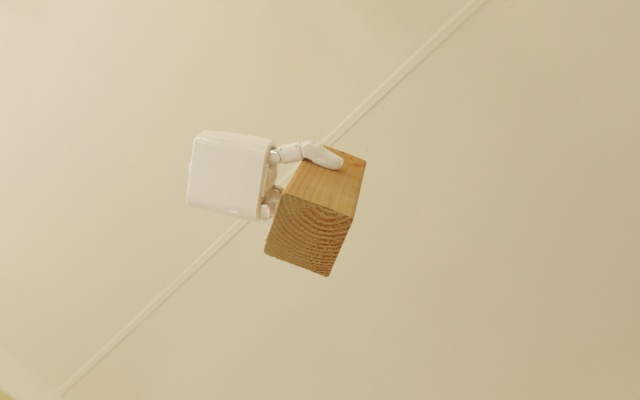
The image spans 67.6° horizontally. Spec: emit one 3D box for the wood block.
[{"bbox_3d":[0.000,0.002,0.658,0.090,0.091,0.206,21,26,1],"label":"wood block"}]
